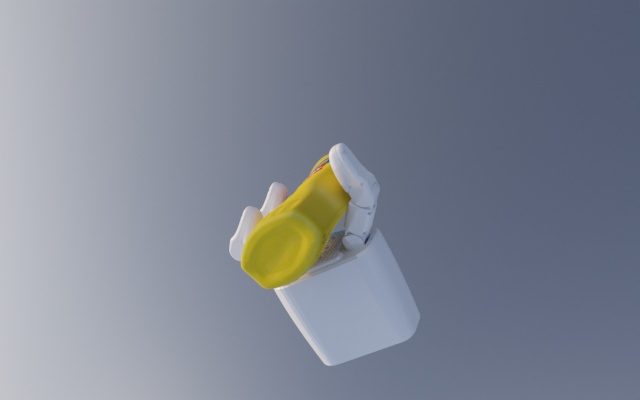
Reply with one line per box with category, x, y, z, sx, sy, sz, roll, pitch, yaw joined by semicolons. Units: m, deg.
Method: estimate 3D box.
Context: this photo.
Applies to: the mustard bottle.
mustard bottle;0.000;0.001;0.471;0.096;0.058;0.191;-48;1;36
